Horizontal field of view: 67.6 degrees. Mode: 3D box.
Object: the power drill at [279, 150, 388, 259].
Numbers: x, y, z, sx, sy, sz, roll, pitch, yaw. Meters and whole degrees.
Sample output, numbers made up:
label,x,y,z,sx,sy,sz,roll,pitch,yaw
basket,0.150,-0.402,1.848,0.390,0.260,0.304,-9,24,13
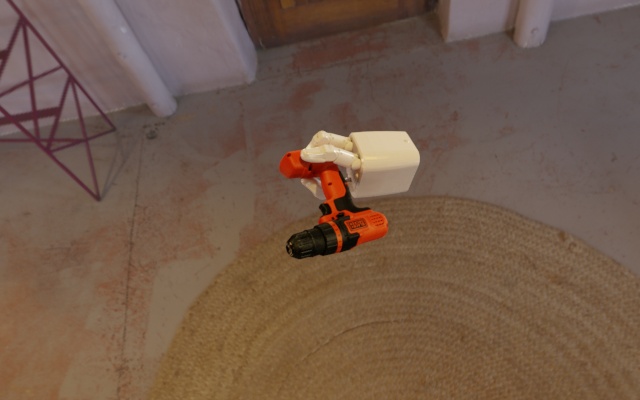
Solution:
label,x,y,z,sx,sy,sz,roll,pitch,yaw
power drill,0.000,0.002,0.793,0.184,0.187,0.057,-11,-28,-31
